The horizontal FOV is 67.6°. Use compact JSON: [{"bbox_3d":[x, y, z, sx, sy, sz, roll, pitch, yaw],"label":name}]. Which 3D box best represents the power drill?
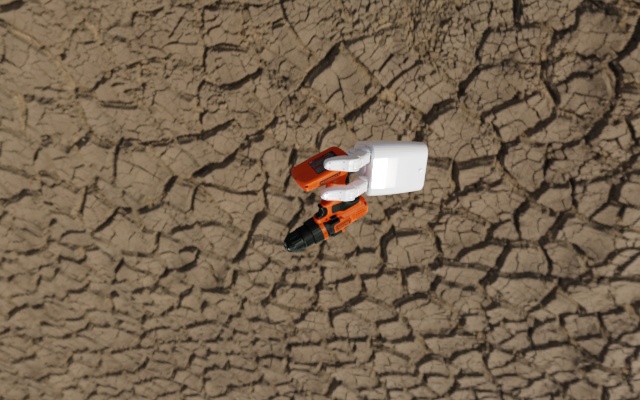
[{"bbox_3d":[0.000,0.002,0.881,0.184,0.188,0.057,-31,54,-15],"label":"power drill"}]
